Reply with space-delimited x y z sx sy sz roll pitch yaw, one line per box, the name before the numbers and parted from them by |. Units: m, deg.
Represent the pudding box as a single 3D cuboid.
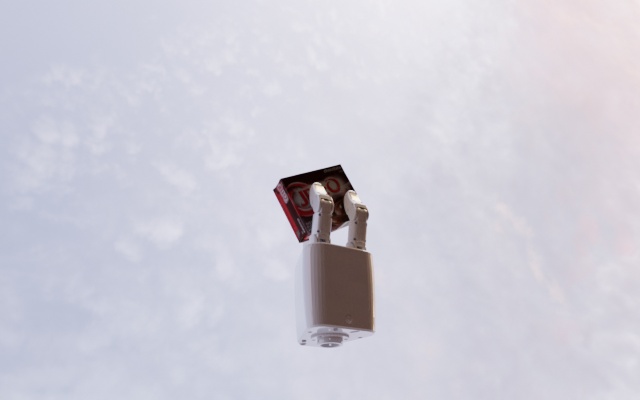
pudding box | 0.000 0.002 0.687 0.113 0.090 0.039 -16 -19 -37
